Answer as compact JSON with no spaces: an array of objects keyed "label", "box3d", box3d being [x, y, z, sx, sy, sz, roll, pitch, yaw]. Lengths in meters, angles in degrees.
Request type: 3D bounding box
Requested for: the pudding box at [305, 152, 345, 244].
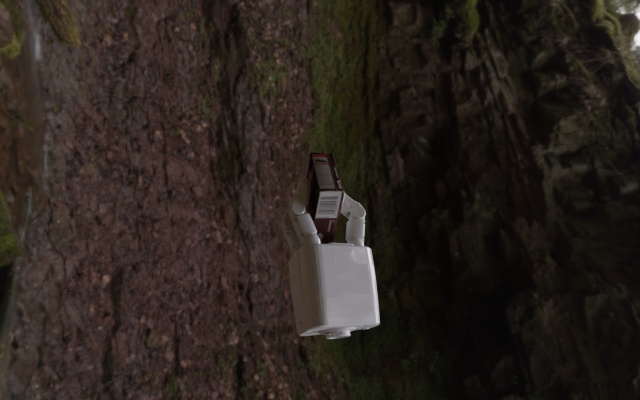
[{"label":"pudding box","box3d":[0.000,0.002,0.682,0.039,0.114,0.090,2,40,-14]}]
